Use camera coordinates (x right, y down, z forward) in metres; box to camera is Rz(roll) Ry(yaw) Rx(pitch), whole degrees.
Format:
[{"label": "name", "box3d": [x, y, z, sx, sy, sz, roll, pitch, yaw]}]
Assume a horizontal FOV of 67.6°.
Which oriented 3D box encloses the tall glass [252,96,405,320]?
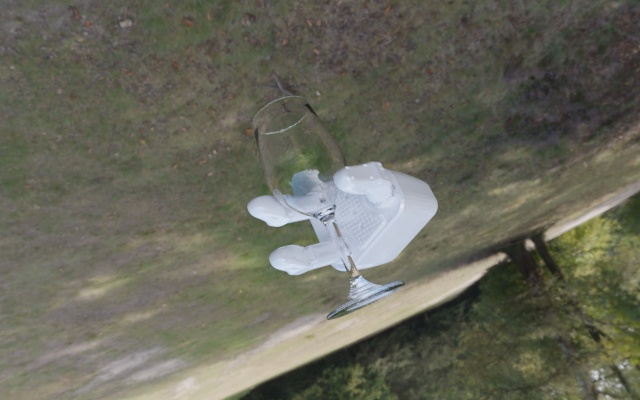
[{"label": "tall glass", "box3d": [0.000, 0.002, 0.442, 0.079, 0.201, 0.079, -22, -19, -8]}]
